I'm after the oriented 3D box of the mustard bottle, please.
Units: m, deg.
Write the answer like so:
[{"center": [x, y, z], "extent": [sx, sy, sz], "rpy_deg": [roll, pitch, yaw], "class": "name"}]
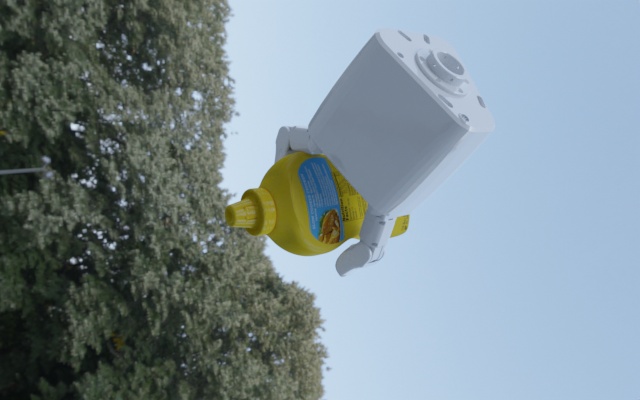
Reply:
[{"center": [0.000, 0.002, 0.449], "extent": [0.191, 0.096, 0.058], "rpy_deg": [-9, -5, -39], "class": "mustard bottle"}]
